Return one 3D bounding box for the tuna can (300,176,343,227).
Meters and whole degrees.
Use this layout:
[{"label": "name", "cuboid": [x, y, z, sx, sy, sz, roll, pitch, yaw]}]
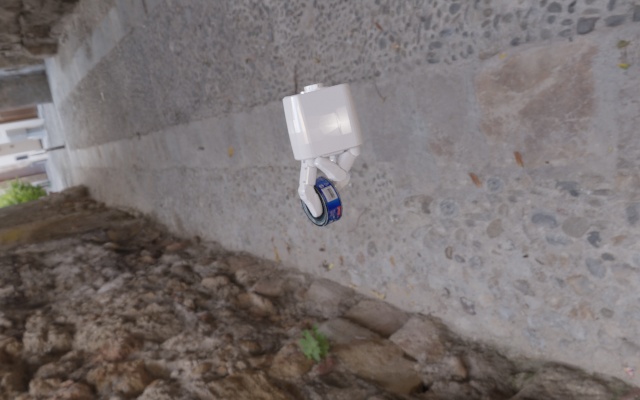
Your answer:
[{"label": "tuna can", "cuboid": [0.000, 0.003, 0.847, 0.033, 0.086, 0.086, -24, 12, -29]}]
